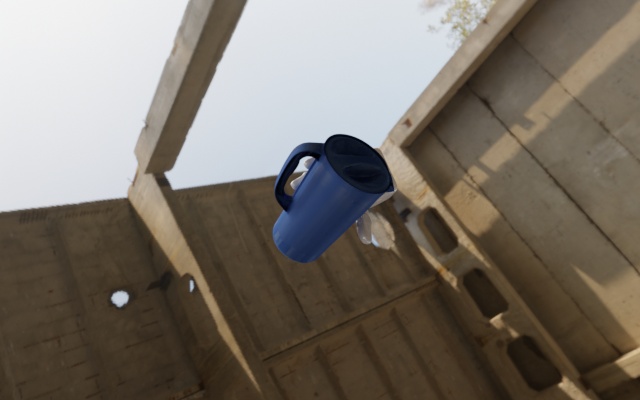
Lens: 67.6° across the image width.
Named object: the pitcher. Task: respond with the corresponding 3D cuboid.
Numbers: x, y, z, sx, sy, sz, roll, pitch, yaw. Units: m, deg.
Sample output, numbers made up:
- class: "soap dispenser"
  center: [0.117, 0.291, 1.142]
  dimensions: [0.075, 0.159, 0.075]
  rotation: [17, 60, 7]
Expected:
- class: "pitcher"
  center: [0.000, 0.003, 0.858]
  dimensions: [0.145, 0.149, 0.243]
  rotation: [-22, -22, -48]
